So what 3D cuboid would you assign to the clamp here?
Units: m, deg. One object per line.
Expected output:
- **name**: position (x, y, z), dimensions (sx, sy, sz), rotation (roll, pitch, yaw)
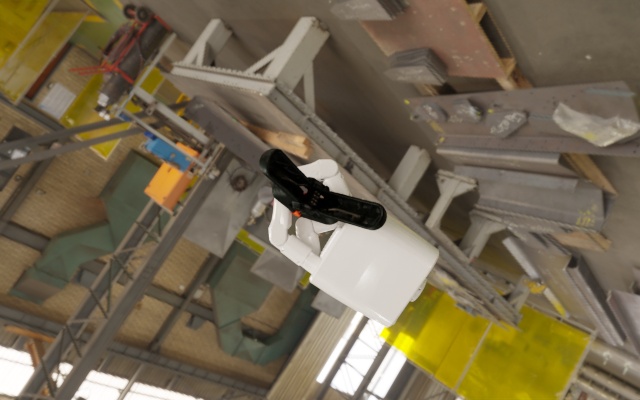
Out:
- **clamp**: position (0.000, 0.002, 0.475), dimensions (0.120, 0.039, 0.171), rotation (33, -7, 3)
